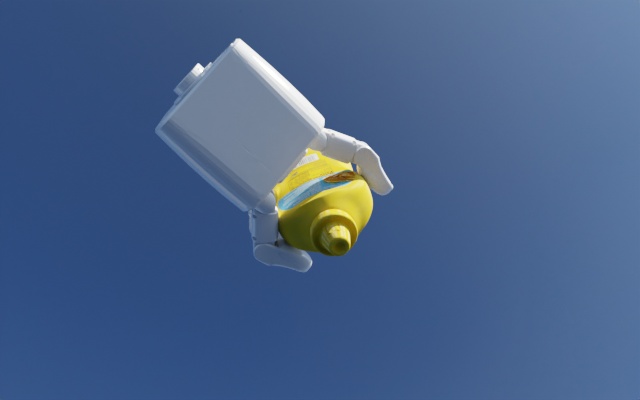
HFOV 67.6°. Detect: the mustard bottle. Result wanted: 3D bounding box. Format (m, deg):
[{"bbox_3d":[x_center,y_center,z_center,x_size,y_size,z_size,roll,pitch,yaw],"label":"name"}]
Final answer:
[{"bbox_3d":[0.000,0.002,0.475,0.096,0.058,0.191,-22,24,-1],"label":"mustard bottle"}]
